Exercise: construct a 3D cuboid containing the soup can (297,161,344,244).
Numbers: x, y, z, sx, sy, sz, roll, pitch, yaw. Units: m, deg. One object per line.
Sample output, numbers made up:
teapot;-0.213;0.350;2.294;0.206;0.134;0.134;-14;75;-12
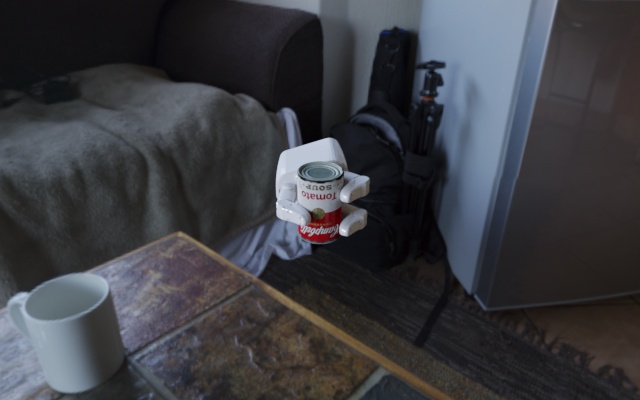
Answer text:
soup can;0.000;0.002;0.693;0.068;0.102;0.068;0;29;0
